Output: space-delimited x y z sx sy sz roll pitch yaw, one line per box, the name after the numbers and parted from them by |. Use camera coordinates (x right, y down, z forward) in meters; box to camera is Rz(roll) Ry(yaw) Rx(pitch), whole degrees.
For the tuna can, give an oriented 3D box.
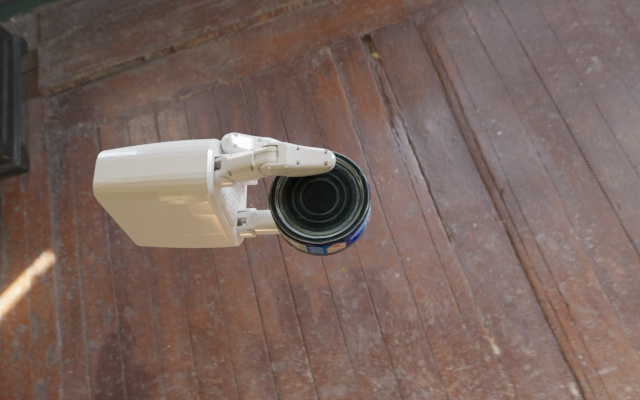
0.000 0.001 0.403 0.086 0.086 0.034 0 -21 5 | tuna can
